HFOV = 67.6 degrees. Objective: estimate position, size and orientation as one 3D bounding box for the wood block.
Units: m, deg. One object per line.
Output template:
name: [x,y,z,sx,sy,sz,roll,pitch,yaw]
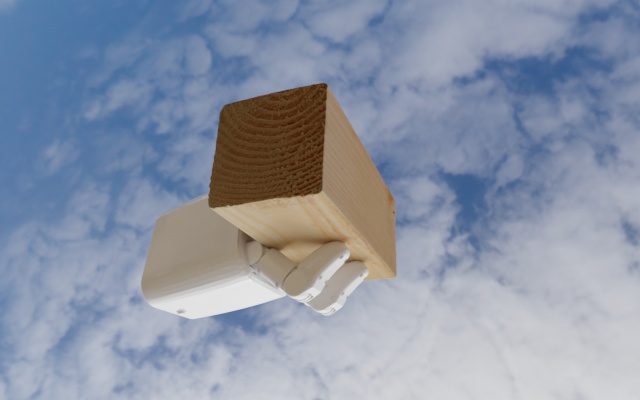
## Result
wood block: [0.000,0.001,0.422,0.090,0.090,0.206,-8,-26,20]
